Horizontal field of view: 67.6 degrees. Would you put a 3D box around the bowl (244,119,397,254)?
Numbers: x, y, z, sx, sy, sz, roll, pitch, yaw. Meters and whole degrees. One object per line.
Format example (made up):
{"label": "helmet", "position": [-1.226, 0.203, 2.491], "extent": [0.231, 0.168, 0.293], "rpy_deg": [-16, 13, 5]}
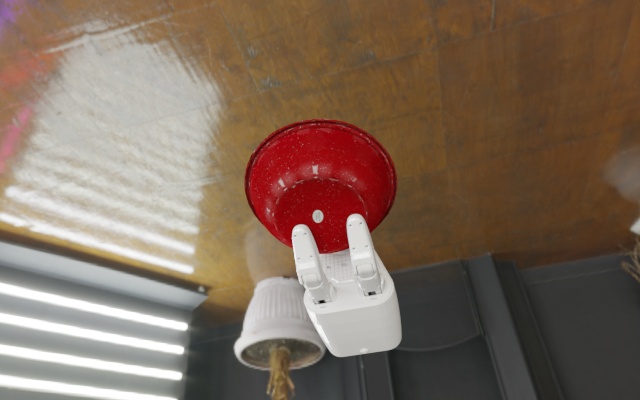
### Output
{"label": "bowl", "position": [-0.001, 0.001, 0.484], "extent": [0.162, 0.162, 0.055], "rpy_deg": [0, 34, 1]}
